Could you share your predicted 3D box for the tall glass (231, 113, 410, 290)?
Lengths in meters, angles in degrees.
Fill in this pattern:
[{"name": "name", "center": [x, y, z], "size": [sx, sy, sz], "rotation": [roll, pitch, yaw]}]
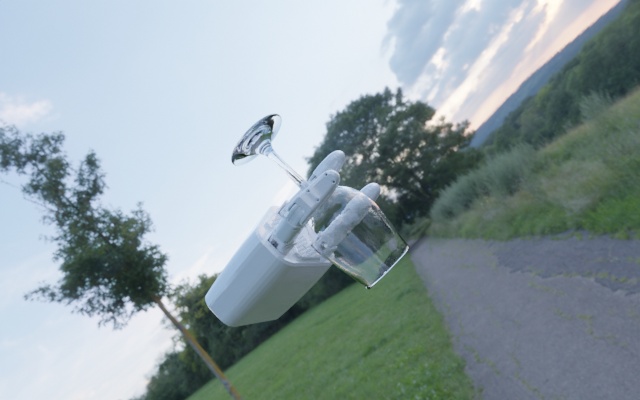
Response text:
[{"name": "tall glass", "center": [0.000, 0.001, 0.506], "size": [0.201, 0.079, 0.079], "rotation": [44, 10, 10]}]
